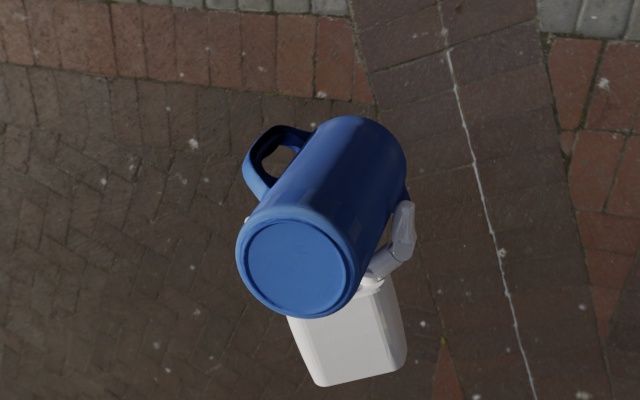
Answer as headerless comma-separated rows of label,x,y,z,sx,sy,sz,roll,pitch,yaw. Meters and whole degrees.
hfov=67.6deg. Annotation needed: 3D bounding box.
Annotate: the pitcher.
pitcher,0.000,0.002,0.487,0.149,0.145,0.242,-9,21,20
